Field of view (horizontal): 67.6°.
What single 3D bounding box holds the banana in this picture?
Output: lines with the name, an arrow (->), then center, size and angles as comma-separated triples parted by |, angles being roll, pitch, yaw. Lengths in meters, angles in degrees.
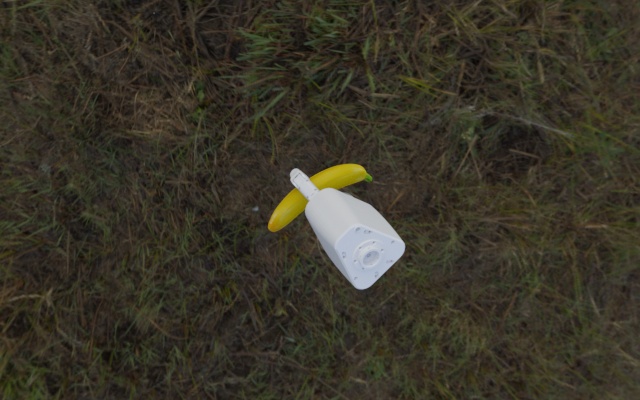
banana -> -0.001, -0.013, 0.773 | 0.198, 0.070, 0.037 | -26, 41, -11
